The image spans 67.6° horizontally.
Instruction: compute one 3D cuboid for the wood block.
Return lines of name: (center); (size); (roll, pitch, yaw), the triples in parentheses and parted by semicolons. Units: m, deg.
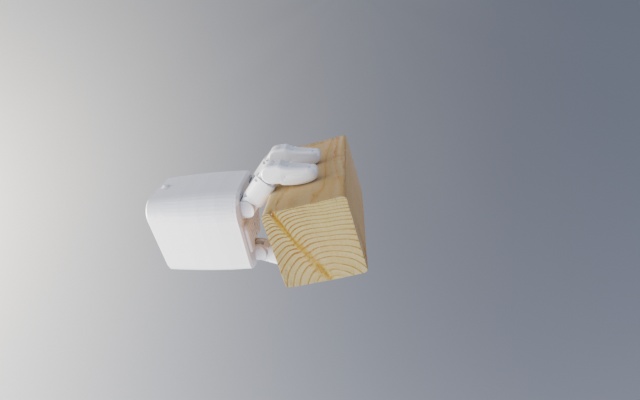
wood block: (0.000, 0.002, 0.569); (0.090, 0.091, 0.206); (-13, 23, 9)
